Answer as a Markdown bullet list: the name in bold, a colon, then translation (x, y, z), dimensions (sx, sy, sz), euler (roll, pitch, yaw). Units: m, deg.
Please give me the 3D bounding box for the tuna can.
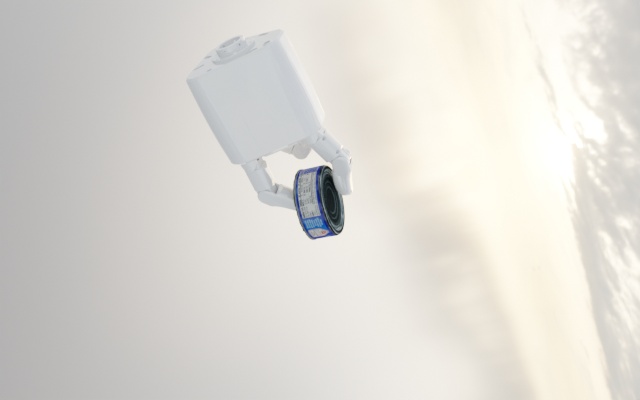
- **tuna can**: translation (0.001, 0.002, 0.562), dimensions (0.034, 0.086, 0.086), euler (-11, -4, 18)
